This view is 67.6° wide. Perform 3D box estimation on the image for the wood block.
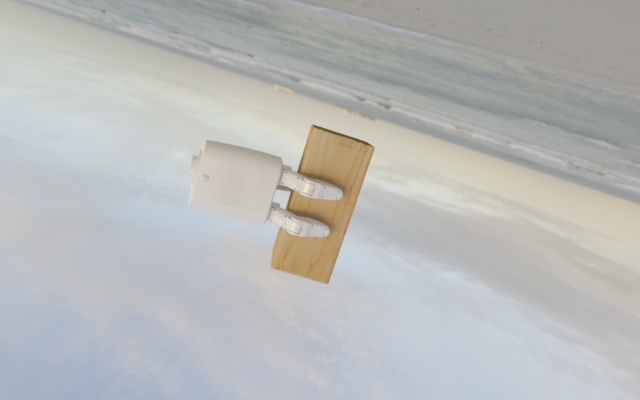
[{"bbox_3d":[0.000,0.002,0.700,0.090,0.206,0.090,17,11,-7],"label":"wood block"}]
